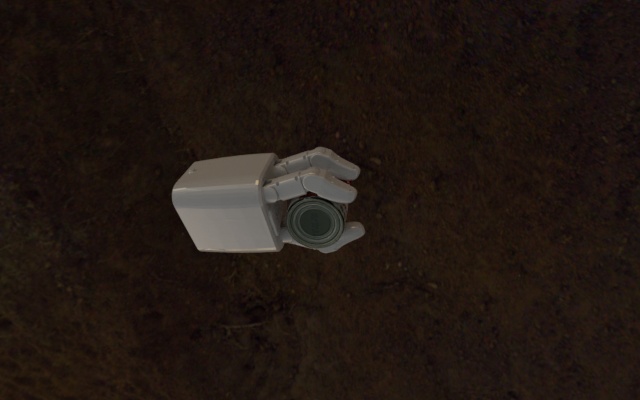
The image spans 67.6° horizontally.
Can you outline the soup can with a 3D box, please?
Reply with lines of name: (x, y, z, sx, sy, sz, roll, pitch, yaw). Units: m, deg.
soup can: (0.001, 0.002, 0.569, 0.068, 0.068, 0.102, 0, 29, 9)
